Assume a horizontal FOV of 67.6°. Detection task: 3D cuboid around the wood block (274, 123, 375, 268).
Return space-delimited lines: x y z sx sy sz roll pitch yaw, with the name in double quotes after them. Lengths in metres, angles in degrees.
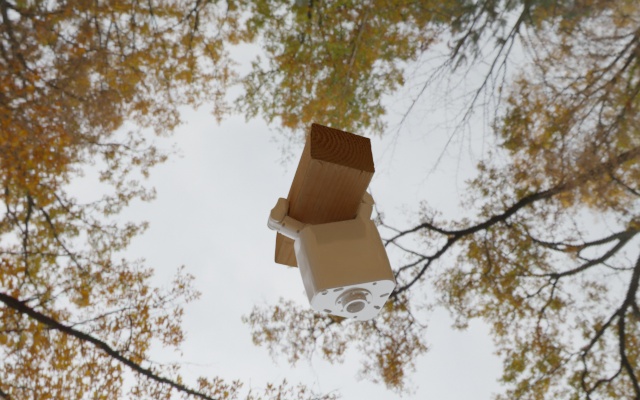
0.000 0.003 0.709 0.091 0.206 0.090 13 39 -11 "wood block"
